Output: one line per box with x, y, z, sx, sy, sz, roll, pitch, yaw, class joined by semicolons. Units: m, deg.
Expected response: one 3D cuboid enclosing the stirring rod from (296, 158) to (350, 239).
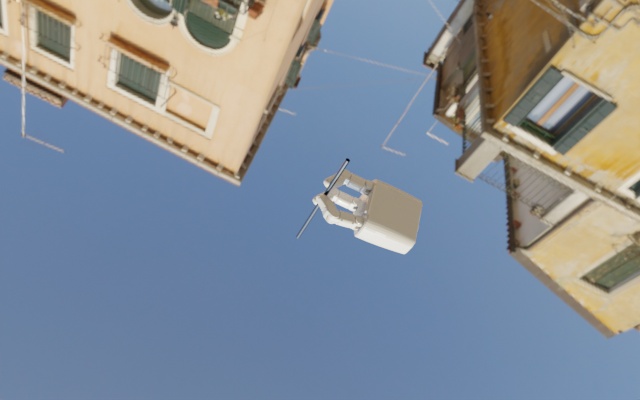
0.000;0.003;0.899;0.011;0.011;0.240;0;-37;-29;stirring rod
